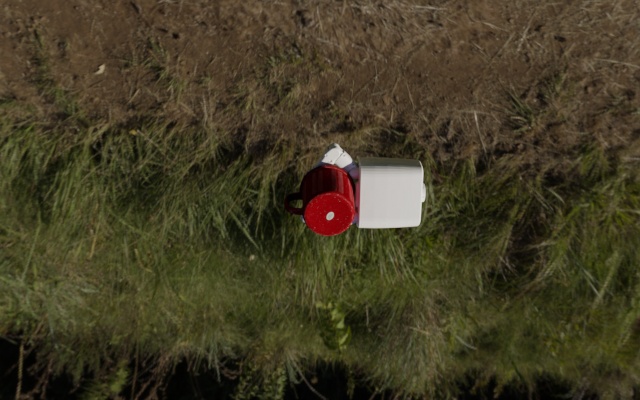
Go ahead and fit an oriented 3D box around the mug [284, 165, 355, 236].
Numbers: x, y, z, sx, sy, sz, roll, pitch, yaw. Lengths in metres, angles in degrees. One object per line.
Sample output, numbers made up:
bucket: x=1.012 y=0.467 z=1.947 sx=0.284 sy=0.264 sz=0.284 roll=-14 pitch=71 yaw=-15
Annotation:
mug: x=-0.001 y=0.003 z=0.762 sx=0.117 sy=0.093 sz=0.081 roll=-1 pitch=30 yaw=0
